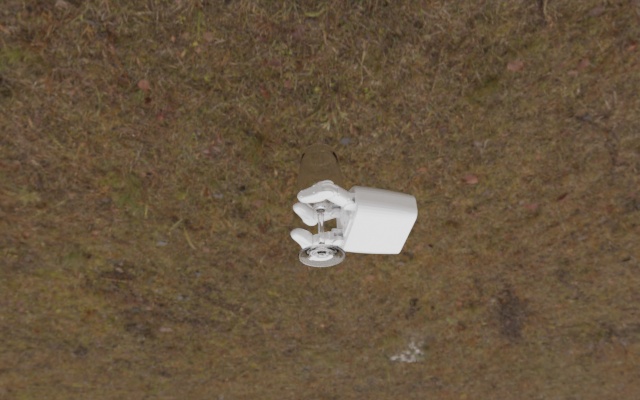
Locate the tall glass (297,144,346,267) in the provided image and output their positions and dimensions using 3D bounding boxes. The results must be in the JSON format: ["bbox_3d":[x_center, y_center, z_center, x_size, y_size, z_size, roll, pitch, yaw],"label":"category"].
[{"bbox_3d":[0.000,0.003,0.786,0.079,0.201,0.079,-1,-33,-1],"label":"tall glass"}]
